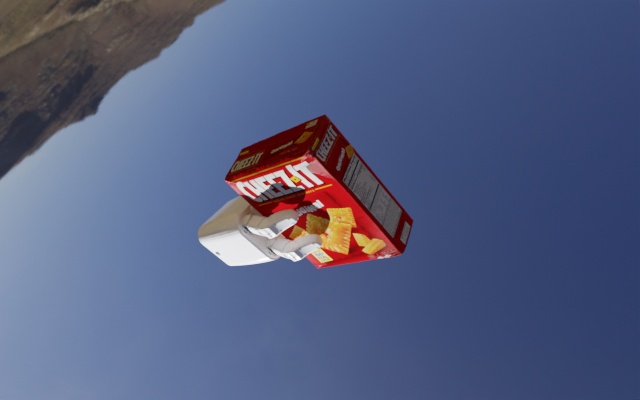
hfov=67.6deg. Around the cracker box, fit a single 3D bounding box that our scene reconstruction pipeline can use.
[{"bbox_3d":[0.000,0.002,0.659,0.164,0.072,0.214,-15,-49,40],"label":"cracker box"}]
